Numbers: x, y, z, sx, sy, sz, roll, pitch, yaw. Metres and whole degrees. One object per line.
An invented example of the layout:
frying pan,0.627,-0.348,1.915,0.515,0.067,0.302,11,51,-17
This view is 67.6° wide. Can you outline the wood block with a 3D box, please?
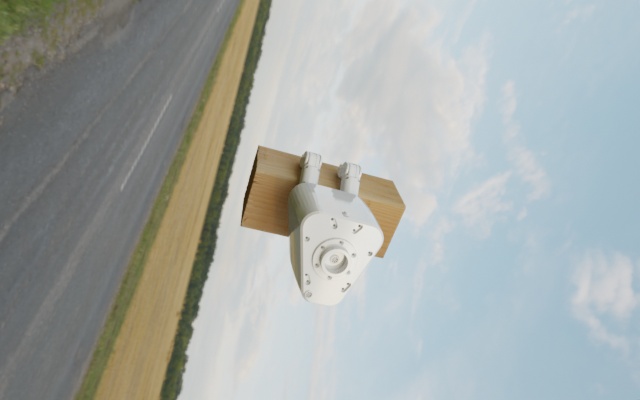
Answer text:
wood block,0.000,0.003,0.673,0.206,0.091,0.090,14,25,-13
